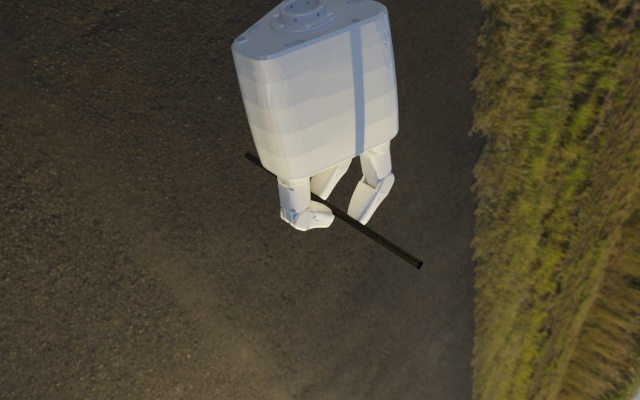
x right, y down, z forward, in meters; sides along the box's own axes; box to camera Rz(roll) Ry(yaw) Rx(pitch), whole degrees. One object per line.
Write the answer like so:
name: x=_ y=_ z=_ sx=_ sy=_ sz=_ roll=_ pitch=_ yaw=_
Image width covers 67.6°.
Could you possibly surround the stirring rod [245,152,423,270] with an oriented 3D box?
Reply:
stirring rod: x=0.000 y=0.001 z=0.464 sx=0.239 sy=0.011 sz=0.011 roll=32 pitch=20 yaw=36
